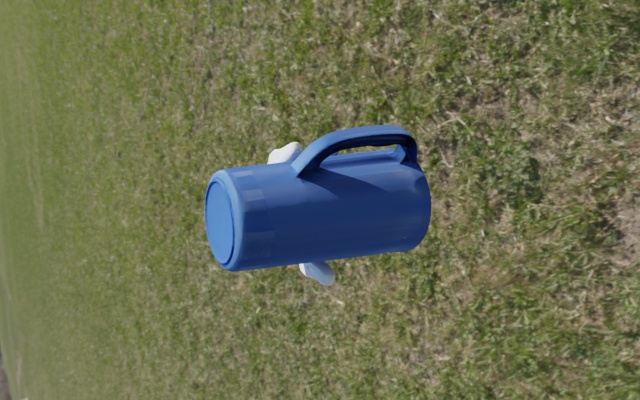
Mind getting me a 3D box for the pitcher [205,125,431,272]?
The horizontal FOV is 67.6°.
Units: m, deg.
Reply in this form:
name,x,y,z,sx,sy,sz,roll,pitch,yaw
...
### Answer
name,x,y,z,sx,sy,sz,roll,pitch,yaw
pitcher,0.000,0.002,0.549,0.243,0.149,0.145,-6,-3,-30
